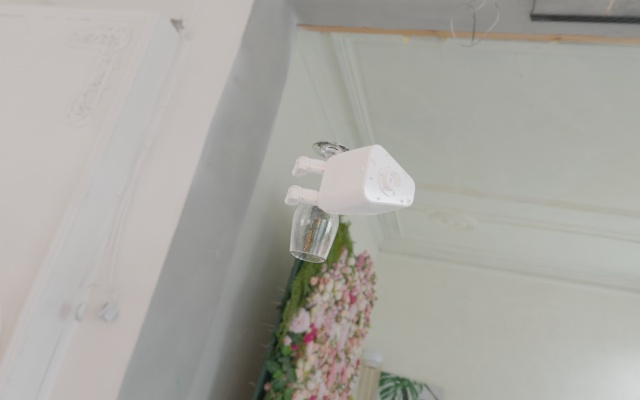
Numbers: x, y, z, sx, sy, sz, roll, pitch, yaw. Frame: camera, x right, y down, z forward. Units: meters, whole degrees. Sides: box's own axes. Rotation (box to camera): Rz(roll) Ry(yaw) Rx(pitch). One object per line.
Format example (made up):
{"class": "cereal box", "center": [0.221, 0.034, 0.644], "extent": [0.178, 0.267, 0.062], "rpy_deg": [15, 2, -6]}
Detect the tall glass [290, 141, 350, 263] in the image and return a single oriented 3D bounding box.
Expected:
{"class": "tall glass", "center": [0.000, 0.002, 0.822], "extent": [0.079, 0.201, 0.079], "rpy_deg": [12, -18, 4]}
